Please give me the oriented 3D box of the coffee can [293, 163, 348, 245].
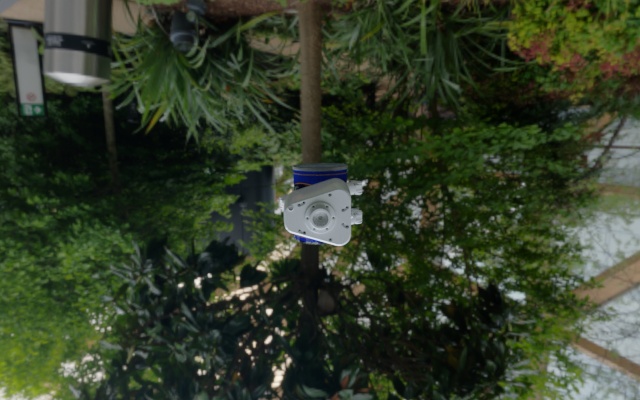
[{"bbox_3d":[0.000,0.003,0.900,0.103,0.140,0.103,-1,9,0],"label":"coffee can"}]
